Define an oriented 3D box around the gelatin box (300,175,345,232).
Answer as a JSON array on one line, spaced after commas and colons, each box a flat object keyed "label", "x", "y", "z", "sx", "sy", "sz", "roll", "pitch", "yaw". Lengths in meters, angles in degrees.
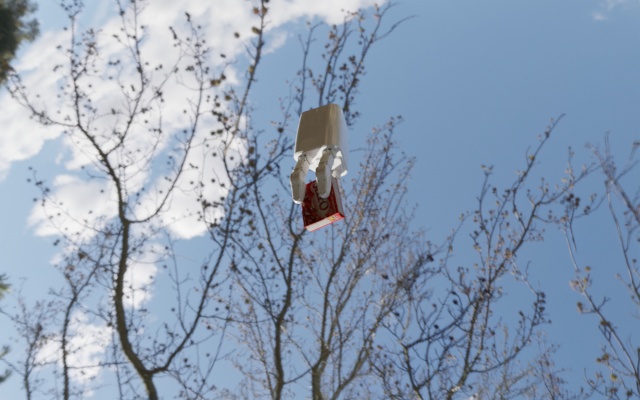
[{"label": "gelatin box", "x": 0.000, "y": 0.003, "z": 0.876, "sx": 0.073, "sy": 0.089, "sz": 0.030, "roll": -24, "pitch": -33, "yaw": 21}]
